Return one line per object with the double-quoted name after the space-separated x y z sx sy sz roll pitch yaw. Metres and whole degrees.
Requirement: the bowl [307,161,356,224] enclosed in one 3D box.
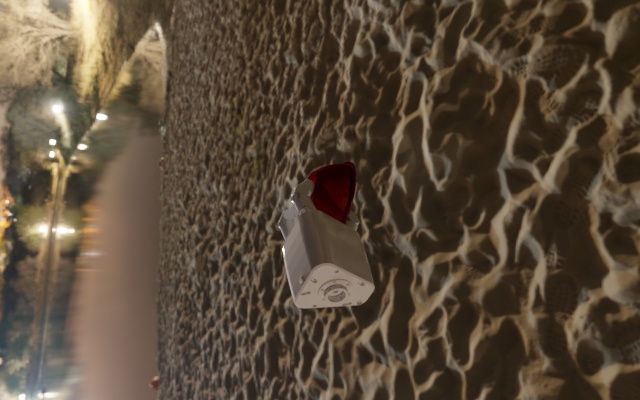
0.000 0.002 0.800 0.055 0.162 0.162 19 -5 -16 "bowl"
